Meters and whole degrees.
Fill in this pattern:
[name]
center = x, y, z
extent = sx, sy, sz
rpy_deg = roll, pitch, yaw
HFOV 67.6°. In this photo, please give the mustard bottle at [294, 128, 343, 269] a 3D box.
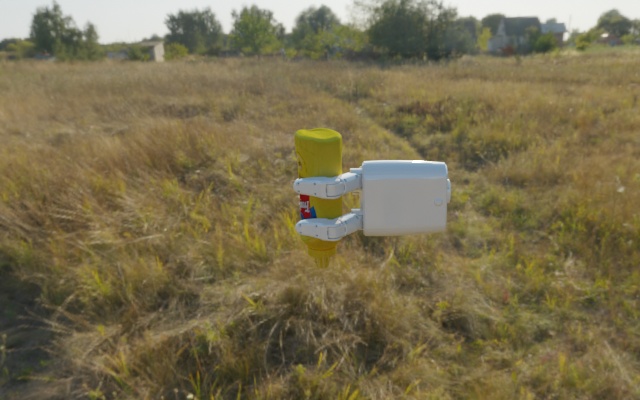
[mustard bottle]
center = 0.000, 0.002, 0.651
extent = 0.058, 0.192, 0.096
rpy_deg = -8, 18, -17
